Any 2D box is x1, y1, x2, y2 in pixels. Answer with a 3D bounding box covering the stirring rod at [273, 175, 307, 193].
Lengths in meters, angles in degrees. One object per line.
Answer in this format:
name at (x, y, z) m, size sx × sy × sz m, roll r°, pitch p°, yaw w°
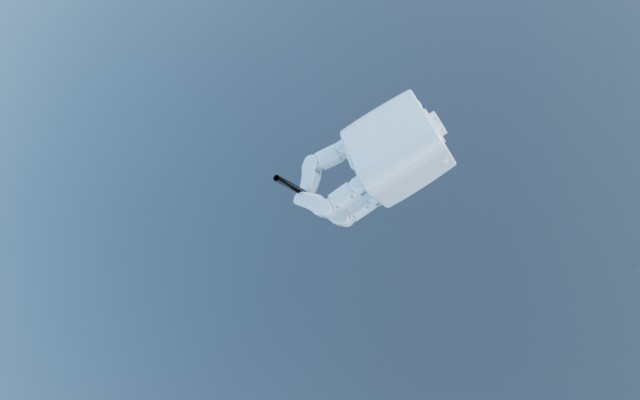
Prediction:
stirring rod at (0.000, 0.002, 0.664) m, size 0.011 × 0.011 × 0.239 m, roll 0°, pitch -14°, yaw 26°
